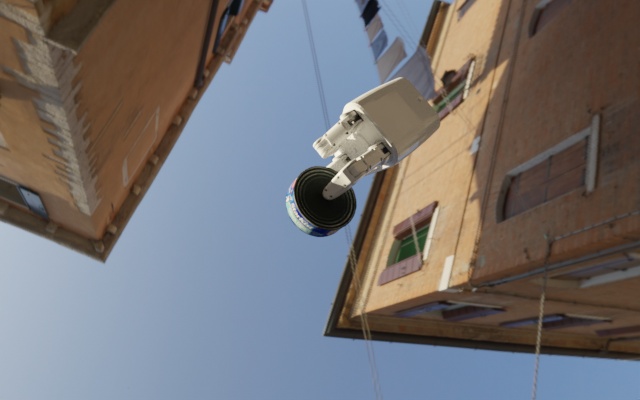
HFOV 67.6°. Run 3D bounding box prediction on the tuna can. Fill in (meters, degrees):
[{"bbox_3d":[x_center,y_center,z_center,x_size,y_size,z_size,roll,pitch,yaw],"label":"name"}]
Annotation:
[{"bbox_3d":[0.000,0.002,0.601,0.086,0.086,0.034,0,-23,-27],"label":"tuna can"}]
